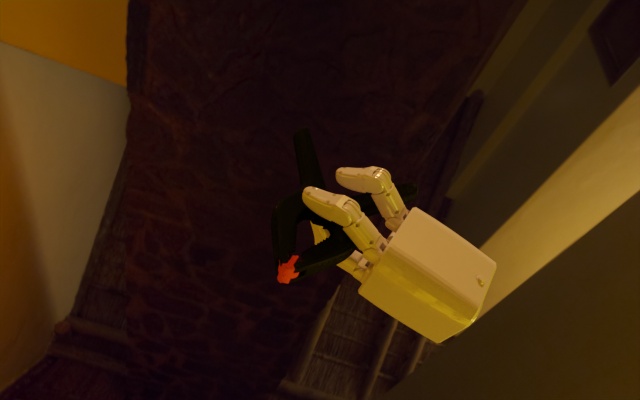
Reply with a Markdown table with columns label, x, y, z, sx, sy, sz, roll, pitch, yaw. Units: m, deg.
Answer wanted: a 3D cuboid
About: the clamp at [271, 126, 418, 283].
| label | x | y | z | sx | sy | sz | roll | pitch | yaw |
| --- | --- | --- | --- | --- | --- | --- | --- | --- | --- |
| clamp | 0.000 | 0.003 | 0.522 | 0.164 | 0.036 | 0.210 | 32 | 47 | 11 |
